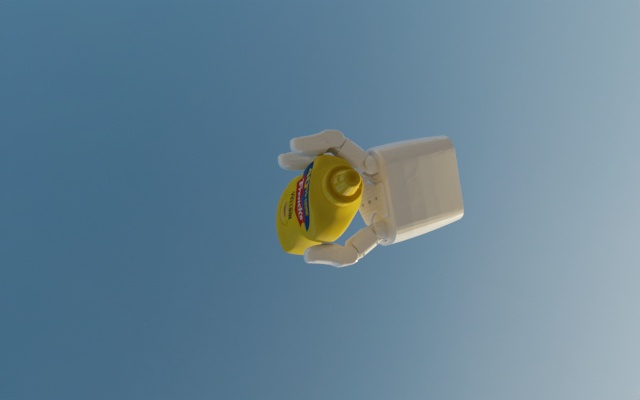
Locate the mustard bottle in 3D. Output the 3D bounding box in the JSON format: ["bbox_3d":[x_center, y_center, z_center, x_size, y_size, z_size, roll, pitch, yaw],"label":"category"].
[{"bbox_3d":[0.000,0.002,0.538,0.058,0.096,0.192,11,-17,-17],"label":"mustard bottle"}]
